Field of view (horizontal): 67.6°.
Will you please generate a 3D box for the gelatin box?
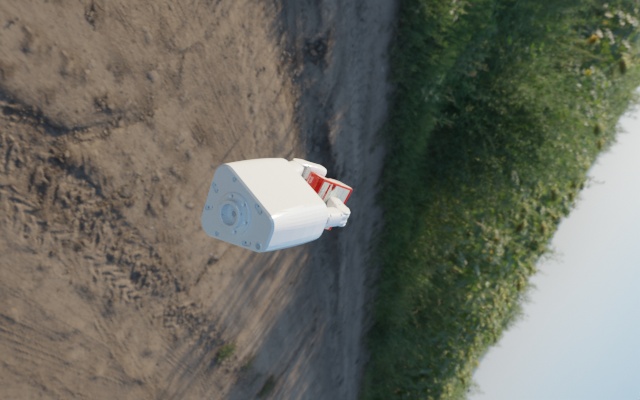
[{"bbox_3d":[0.001,0.003,0.695,0.030,0.073,0.089,33,9,31],"label":"gelatin box"}]
